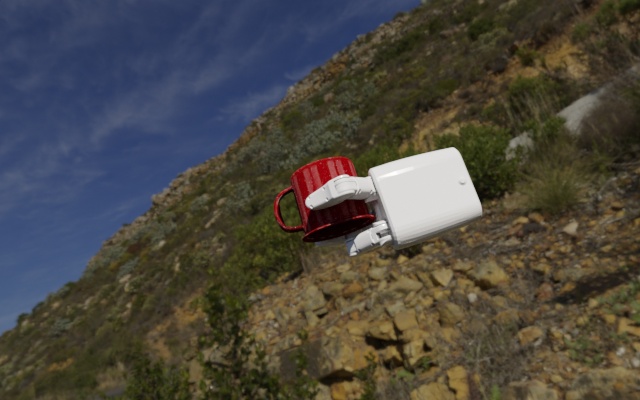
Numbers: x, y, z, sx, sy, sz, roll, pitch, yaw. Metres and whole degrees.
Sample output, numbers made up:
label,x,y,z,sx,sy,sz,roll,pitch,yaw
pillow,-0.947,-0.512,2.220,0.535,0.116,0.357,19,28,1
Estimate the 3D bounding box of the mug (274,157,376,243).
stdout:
label,x,y,z,sx,sy,sz,roll,pitch,yaw
mug,-0.001,0.002,0.586,0.117,0.081,0.093,-16,-14,-4
